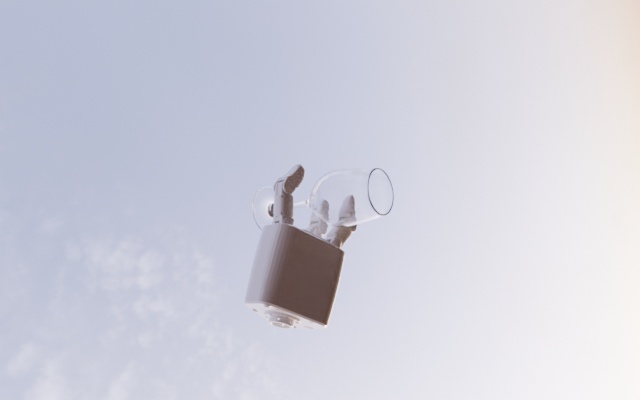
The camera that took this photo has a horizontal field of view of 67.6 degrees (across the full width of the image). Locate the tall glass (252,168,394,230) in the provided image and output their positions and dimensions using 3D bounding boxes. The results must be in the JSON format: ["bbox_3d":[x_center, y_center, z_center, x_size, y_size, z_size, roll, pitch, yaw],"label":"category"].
[{"bbox_3d":[0.000,0.002,0.666,0.201,0.079,0.079,-10,-6,38],"label":"tall glass"}]
